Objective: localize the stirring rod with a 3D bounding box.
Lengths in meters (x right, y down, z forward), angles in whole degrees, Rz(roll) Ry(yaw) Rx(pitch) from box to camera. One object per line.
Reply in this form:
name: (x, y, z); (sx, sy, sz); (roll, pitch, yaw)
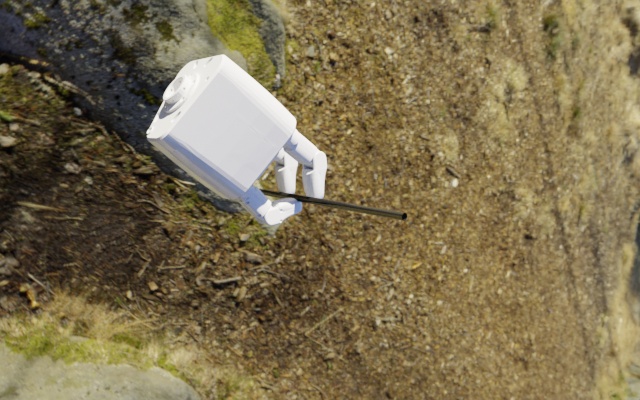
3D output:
stirring rod: (0.000, 0.002, 0.542); (0.011, 0.011, 0.239); (0, 7, -42)
